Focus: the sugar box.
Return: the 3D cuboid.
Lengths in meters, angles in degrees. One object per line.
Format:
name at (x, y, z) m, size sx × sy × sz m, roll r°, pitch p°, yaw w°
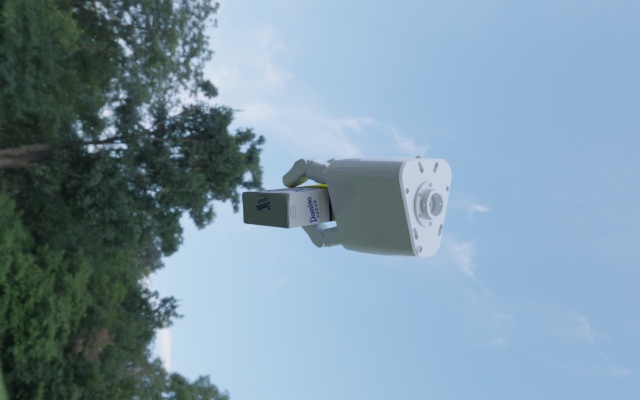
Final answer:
sugar box at (0.000, 0.001, 0.601) m, size 0.176 × 0.048 × 0.093 m, roll -4°, pitch 4°, yaw -42°
